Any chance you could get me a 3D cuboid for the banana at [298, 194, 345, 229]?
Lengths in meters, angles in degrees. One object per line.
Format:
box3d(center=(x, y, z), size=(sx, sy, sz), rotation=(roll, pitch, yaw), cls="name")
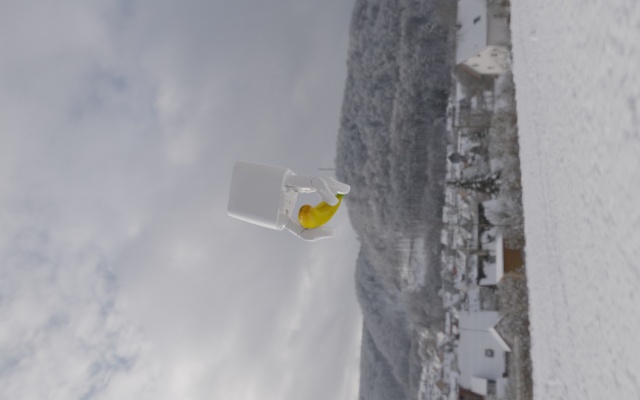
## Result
box3d(center=(-0.004, 0.019, 0.880), size=(0.037, 0.070, 0.197), rotation=(23, 20, 15), cls="banana")
